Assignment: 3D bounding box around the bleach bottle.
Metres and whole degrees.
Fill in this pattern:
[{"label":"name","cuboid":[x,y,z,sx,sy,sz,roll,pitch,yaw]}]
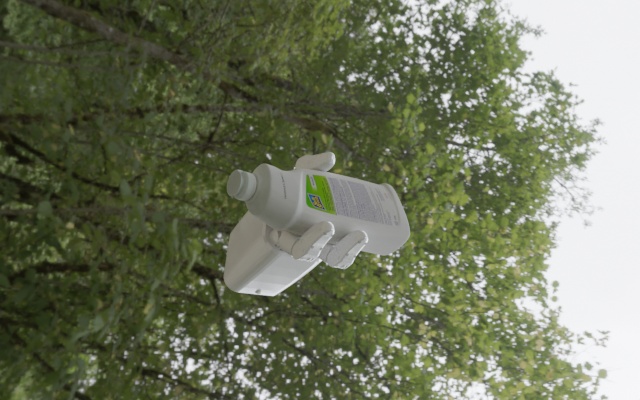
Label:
[{"label":"bleach bottle","cuboid":[0.000,0.002,0.585,0.251,0.102,0.068,16,-48,-39]}]
